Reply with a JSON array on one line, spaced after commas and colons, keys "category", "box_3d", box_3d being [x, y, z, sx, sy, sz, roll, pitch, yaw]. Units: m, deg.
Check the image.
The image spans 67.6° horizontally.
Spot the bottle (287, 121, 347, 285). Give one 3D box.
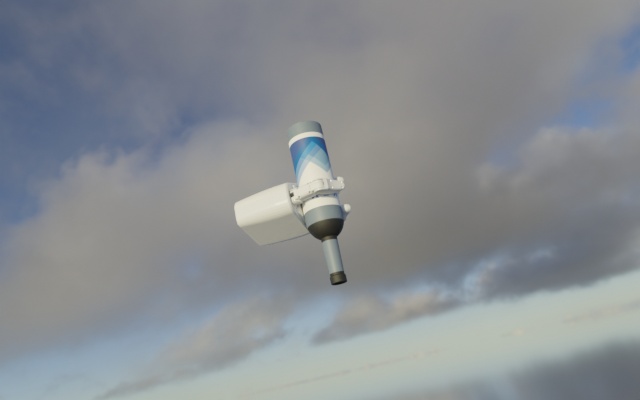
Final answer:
[{"category": "bottle", "box_3d": [0.000, 0.002, 0.842, 0.069, 0.295, 0.069, -12, -20, -4]}]
